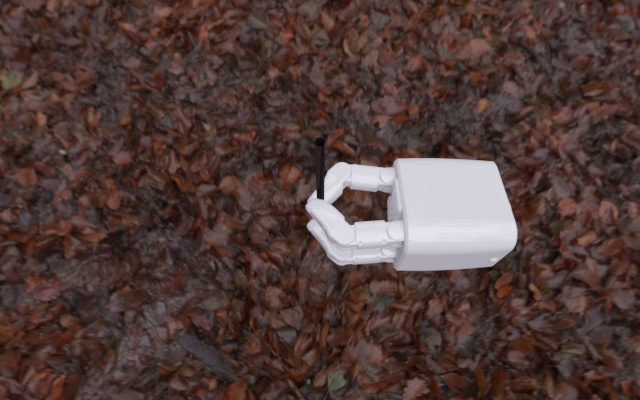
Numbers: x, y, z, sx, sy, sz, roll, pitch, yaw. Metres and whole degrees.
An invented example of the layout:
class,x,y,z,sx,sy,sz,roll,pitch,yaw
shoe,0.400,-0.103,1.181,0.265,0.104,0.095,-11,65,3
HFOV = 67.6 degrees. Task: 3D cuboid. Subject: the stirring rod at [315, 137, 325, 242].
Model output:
class,x,y,z,sx,sy,sz,roll,pitch,yaw
stirring rod,0.000,0.002,0.480,0.011,0.011,0.240,0,-23,0
